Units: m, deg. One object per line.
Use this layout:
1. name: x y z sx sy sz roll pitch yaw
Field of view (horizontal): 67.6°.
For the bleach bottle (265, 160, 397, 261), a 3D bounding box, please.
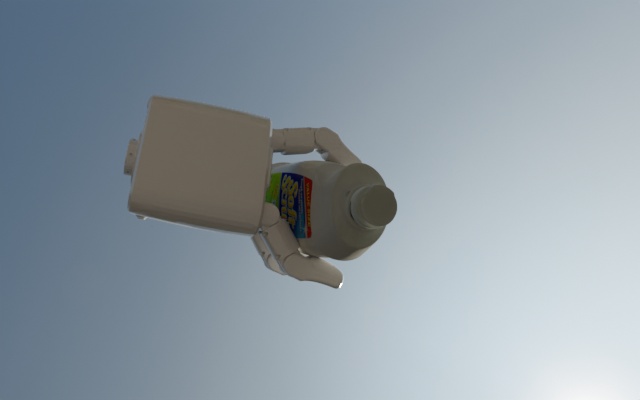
1. bleach bottle: 0.000 0.002 0.447 0.068 0.102 0.251 10 -6 -19
